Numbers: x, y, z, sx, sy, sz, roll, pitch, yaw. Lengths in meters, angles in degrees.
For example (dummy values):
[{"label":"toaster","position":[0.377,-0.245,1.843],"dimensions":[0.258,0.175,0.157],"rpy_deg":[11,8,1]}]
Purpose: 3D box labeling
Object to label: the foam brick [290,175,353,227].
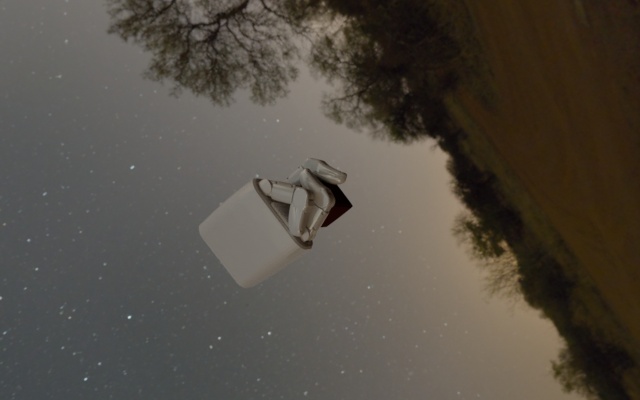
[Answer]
[{"label":"foam brick","position":[0.000,0.002,0.662],"dimensions":[0.051,0.053,0.078],"rpy_deg":[-40,-16,15]}]
